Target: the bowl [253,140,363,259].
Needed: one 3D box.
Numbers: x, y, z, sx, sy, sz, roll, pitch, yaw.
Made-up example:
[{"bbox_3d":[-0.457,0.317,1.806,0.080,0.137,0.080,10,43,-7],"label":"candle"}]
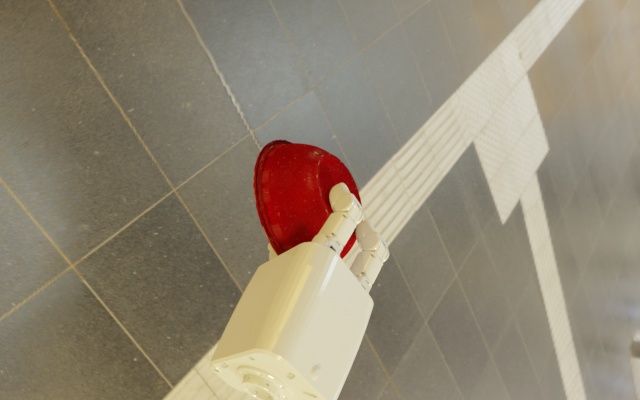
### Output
[{"bbox_3d":[0.001,0.000,0.517,0.055,0.162,0.162,-20,-10,28],"label":"bowl"}]
